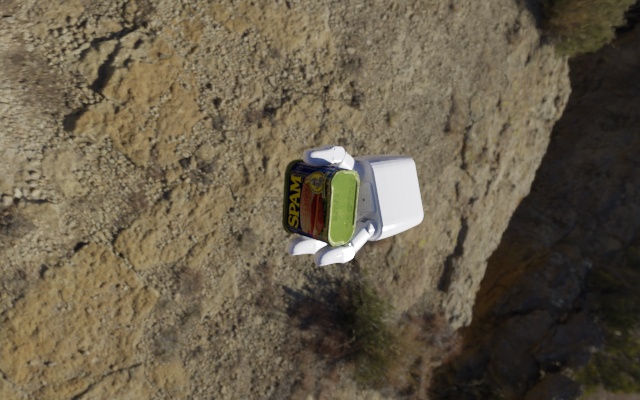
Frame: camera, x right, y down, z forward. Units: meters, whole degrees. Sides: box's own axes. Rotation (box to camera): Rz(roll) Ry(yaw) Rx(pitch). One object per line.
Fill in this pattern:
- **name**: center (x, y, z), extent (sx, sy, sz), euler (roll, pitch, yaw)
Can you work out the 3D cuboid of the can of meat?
- **can of meat**: center (0.000, 0.002, 0.618), extent (0.084, 0.102, 0.057), euler (15, 16, 43)
